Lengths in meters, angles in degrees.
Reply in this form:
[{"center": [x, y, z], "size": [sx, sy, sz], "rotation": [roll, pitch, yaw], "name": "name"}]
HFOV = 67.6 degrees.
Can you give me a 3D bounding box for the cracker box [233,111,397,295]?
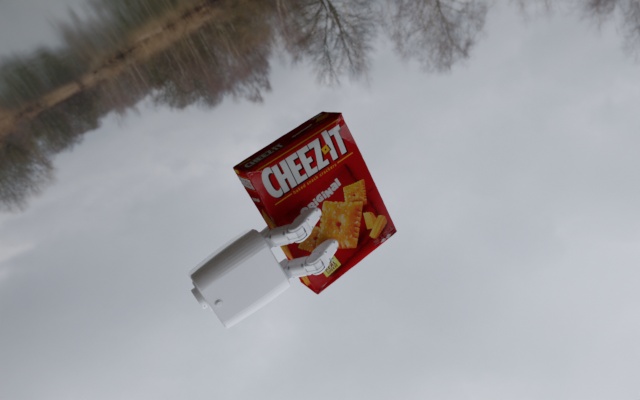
[{"center": [0.000, 0.002, 0.700], "size": [0.164, 0.214, 0.072], "rotation": [-35, 23, -17], "name": "cracker box"}]
